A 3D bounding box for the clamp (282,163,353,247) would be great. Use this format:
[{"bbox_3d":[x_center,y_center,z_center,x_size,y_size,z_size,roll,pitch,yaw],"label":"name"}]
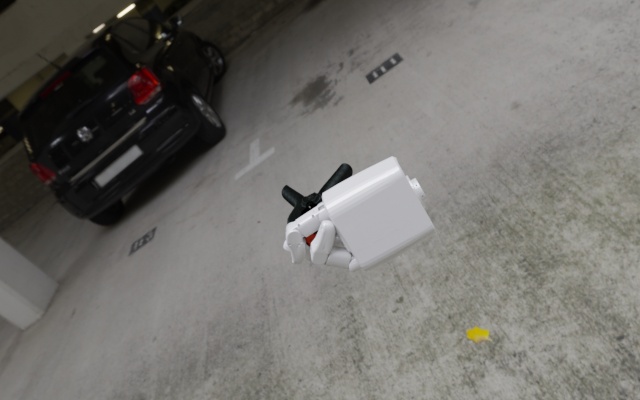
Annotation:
[{"bbox_3d":[0.000,0.002,0.700,0.120,0.039,0.171,-30,30,10],"label":"clamp"}]
